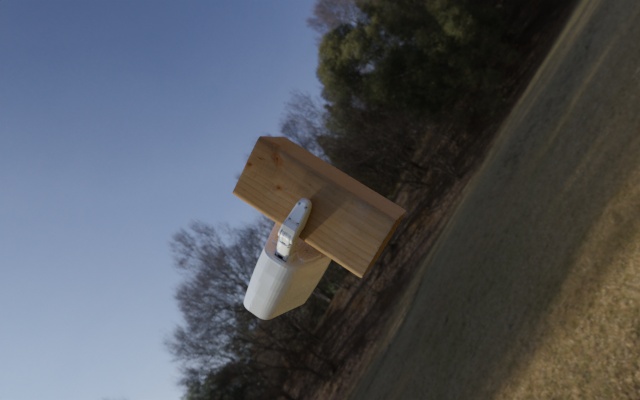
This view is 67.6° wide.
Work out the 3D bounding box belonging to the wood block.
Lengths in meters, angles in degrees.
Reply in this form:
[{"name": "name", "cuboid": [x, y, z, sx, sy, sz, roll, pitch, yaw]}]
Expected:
[{"name": "wood block", "cuboid": [0.000, 0.002, 0.645, 0.206, 0.090, 0.091, 32, 16, 12]}]
